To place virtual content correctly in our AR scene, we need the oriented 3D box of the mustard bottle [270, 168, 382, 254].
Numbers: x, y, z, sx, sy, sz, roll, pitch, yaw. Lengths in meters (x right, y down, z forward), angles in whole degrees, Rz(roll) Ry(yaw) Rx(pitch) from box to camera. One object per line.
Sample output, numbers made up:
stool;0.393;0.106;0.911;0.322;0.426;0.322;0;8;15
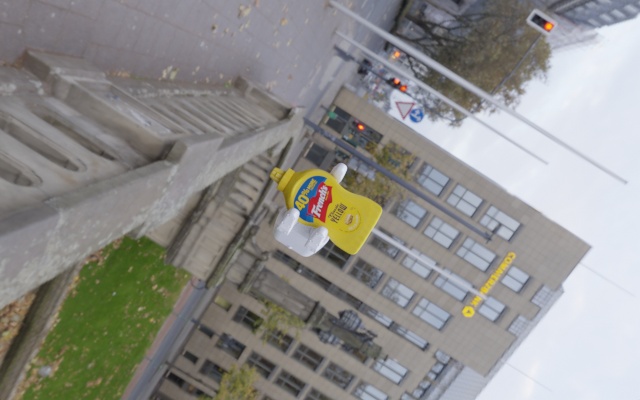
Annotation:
mustard bottle;0.000;0.003;0.801;0.191;0.096;0.058;32;0;-2
